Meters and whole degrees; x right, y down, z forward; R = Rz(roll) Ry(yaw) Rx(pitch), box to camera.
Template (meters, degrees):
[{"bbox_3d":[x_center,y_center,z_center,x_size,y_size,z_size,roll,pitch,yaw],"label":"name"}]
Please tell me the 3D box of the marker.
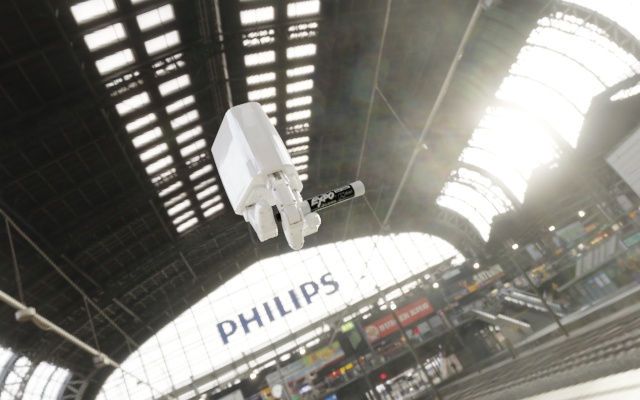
[{"bbox_3d":[0.000,0.002,0.606,0.121,0.020,0.020,-20,7,-19],"label":"marker"}]
